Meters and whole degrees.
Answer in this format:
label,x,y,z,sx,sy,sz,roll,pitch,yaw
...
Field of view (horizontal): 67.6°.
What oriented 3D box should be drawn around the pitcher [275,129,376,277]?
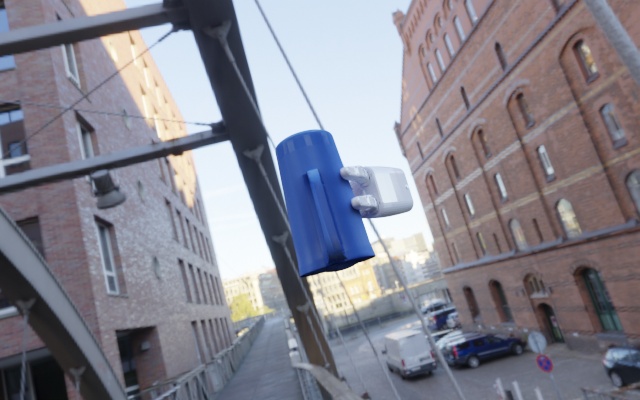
label,x,y,z,sx,sy,sz,roll,pitch,yaw
pitcher,0.000,0.003,0.822,0.145,0.242,0.149,-5,-16,-43
